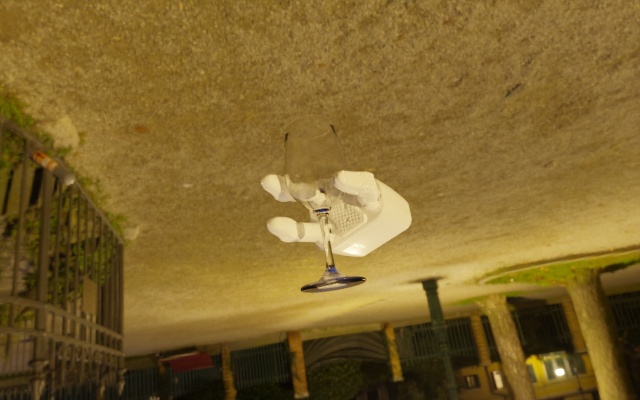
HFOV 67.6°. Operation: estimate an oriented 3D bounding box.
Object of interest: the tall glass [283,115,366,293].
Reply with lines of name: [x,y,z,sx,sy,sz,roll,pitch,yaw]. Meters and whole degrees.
tall glass: [0.000,0.002,0.562,0.079,0.201,0.079,-8,-19,-3]
